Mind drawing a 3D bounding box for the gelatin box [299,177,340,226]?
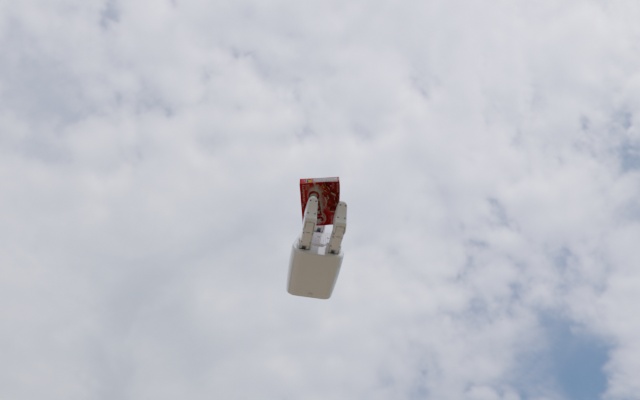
[{"bbox_3d":[0.000,0.002,0.878,0.073,0.089,0.030,-3,23,0],"label":"gelatin box"}]
